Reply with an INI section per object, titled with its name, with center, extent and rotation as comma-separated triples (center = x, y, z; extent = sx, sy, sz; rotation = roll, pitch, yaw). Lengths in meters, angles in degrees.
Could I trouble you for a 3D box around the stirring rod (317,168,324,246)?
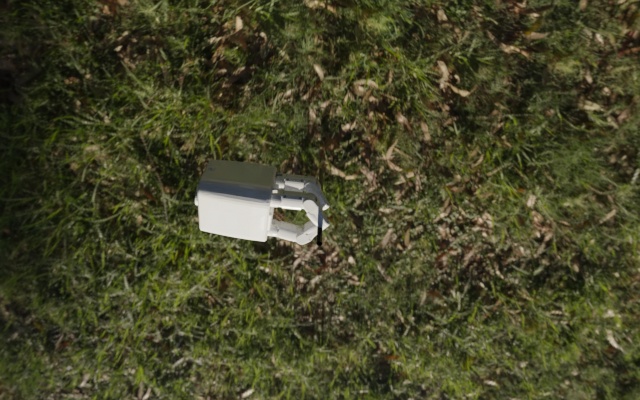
[stirring rod]
center = 0.000, 0.003, 0.790
extent = 0.011, 0.011, 0.239
rotation = 0, 30, 1
